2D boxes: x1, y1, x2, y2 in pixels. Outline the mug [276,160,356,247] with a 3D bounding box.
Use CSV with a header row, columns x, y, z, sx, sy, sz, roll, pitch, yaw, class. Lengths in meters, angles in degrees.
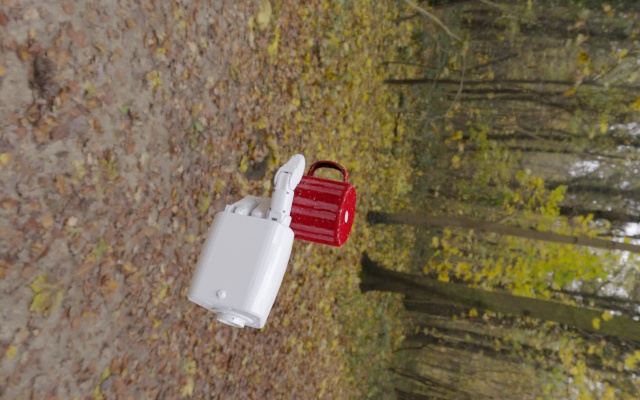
x,y,z,sx,sy,sz,roll,pitch,yaw,class
0.001,0.001,0.612,0.081,0.117,0.093,11,-24,16,mug
